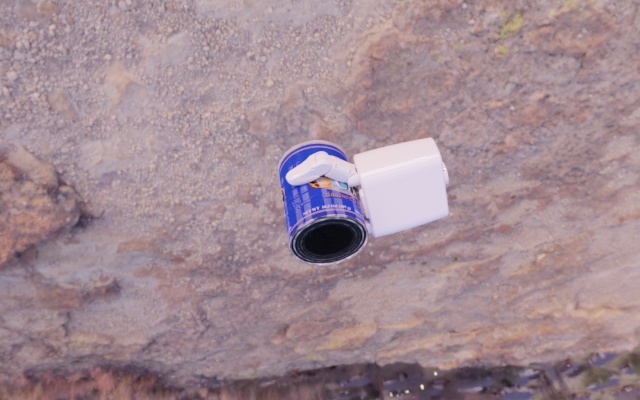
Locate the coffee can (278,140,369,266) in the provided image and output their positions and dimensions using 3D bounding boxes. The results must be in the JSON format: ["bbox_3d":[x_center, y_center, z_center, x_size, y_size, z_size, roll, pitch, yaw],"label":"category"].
[{"bbox_3d":[0.000,0.002,0.646,0.103,0.140,0.103,-7,-42,-6],"label":"coffee can"}]
